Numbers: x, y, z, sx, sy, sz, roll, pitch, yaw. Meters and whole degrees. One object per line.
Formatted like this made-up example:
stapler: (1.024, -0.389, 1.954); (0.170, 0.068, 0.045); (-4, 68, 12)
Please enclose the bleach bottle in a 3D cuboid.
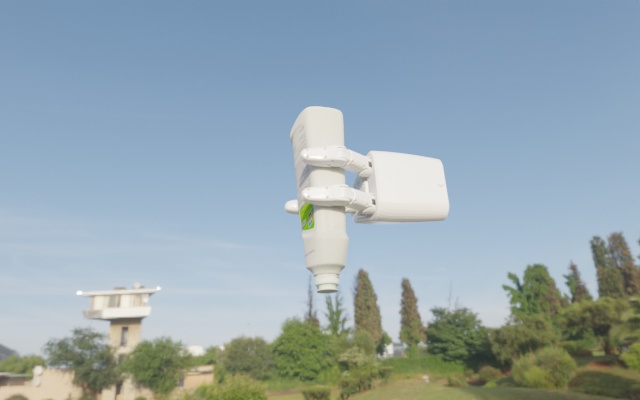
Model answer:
bleach bottle: (0.000, 0.002, 0.657); (0.068, 0.250, 0.103); (3, -22, -16)
